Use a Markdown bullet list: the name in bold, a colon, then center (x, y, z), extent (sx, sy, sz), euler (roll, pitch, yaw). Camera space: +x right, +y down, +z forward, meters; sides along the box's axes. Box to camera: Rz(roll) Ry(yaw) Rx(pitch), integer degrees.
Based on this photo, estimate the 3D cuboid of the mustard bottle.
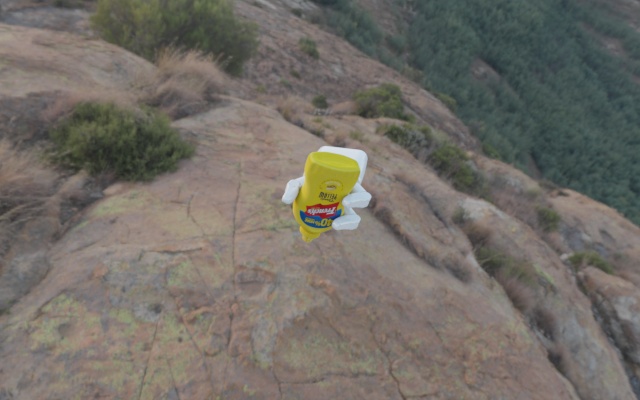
- **mustard bottle**: center (0.000, 0.003, 0.892), extent (0.096, 0.192, 0.058), euler (8, 37, -18)
